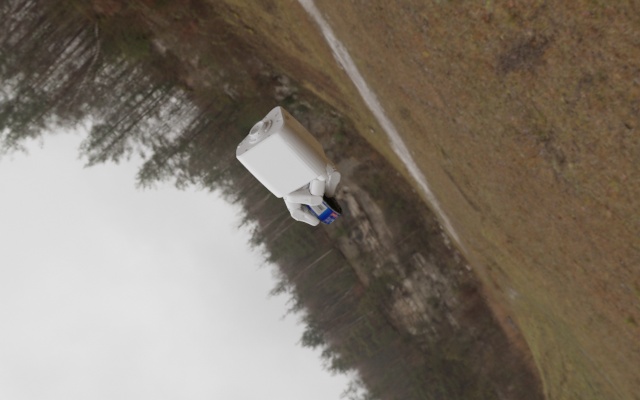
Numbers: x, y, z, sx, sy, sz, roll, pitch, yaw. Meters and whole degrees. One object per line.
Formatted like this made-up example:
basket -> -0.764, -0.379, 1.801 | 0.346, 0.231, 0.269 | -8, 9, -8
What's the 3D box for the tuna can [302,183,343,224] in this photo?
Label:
tuna can -> 0.000, 0.003, 0.888 | 0.034, 0.086, 0.086 | -42, -11, 13
